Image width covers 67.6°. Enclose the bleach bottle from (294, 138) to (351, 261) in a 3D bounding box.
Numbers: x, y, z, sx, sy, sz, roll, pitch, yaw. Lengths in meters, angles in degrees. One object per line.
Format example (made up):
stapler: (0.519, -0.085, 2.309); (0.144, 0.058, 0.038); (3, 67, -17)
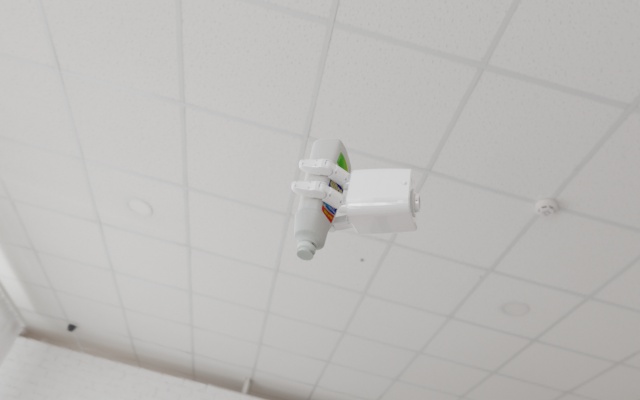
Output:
bleach bottle: (0.000, 0.003, 0.855); (0.068, 0.250, 0.103); (-2, -44, 18)
